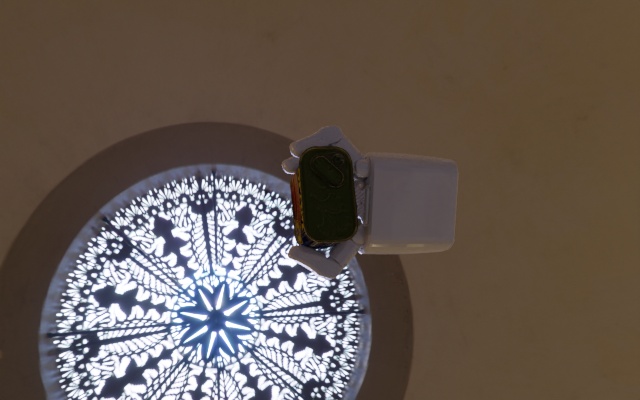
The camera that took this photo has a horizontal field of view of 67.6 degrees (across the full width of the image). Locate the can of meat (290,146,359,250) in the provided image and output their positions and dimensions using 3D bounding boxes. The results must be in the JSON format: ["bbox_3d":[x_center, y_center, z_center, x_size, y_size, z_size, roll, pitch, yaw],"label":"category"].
[{"bbox_3d":[0.000,0.002,0.527,0.057,0.102,0.084,-2,-12,-13],"label":"can of meat"}]
